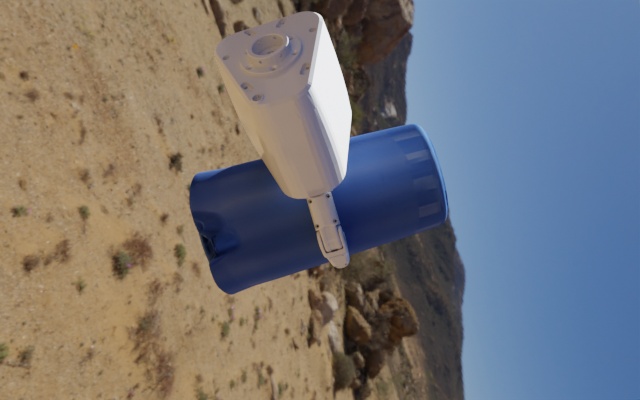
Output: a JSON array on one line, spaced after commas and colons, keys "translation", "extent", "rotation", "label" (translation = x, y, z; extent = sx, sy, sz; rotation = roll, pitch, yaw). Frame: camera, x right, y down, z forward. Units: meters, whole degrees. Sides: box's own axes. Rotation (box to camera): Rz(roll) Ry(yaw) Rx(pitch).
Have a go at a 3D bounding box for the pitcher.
[{"translation": [0.000, 0.002, 0.507], "extent": [0.243, 0.149, 0.145], "rotation": [-15, -39, 5], "label": "pitcher"}]
